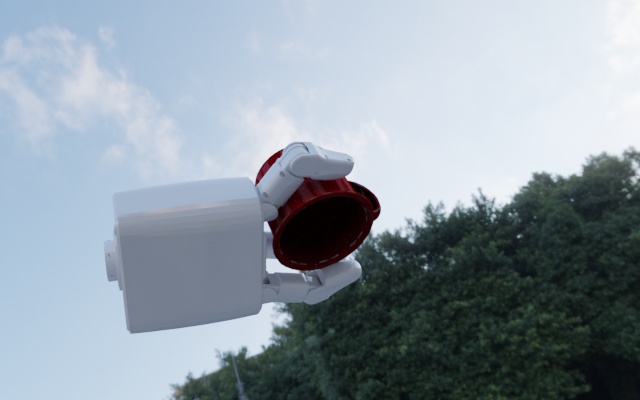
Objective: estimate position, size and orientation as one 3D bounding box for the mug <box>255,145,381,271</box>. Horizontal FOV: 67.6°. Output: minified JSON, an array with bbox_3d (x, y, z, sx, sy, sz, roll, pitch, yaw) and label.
[{"bbox_3d":[0.001,0.001,0.437,0.117,0.093,0.081,-6,43,-25],"label":"mug"}]
